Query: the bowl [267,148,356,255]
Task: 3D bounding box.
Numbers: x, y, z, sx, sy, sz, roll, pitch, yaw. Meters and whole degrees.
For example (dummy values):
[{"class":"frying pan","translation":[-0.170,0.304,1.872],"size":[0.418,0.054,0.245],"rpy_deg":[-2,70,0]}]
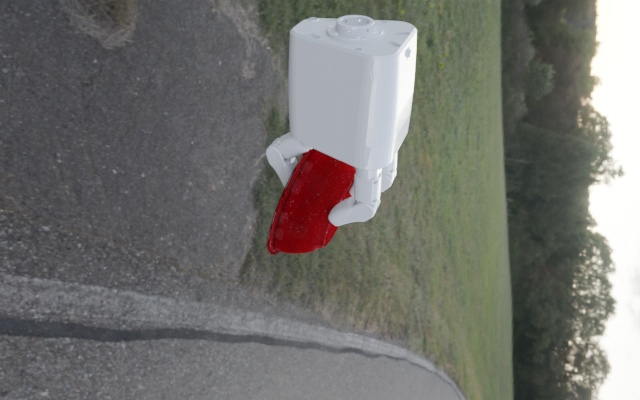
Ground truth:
[{"class":"bowl","translation":[0.000,0.003,0.561],"size":[0.055,0.162,0.162],"rpy_deg":[25,4,9]}]
